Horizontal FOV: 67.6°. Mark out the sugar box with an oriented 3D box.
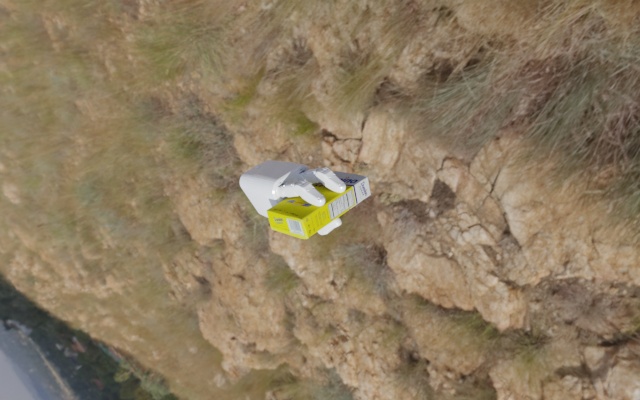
[{"bbox_3d":[0.000,0.002,0.856,0.093,0.048,0.176,13,37,42],"label":"sugar box"}]
